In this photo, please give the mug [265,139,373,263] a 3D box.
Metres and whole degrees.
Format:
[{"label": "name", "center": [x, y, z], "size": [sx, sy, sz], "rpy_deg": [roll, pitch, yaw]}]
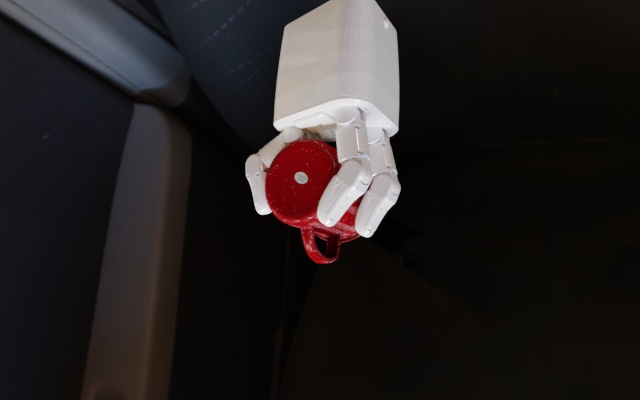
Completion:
[{"label": "mug", "center": [0.000, 0.003, 0.458], "size": [0.093, 0.117, 0.081], "rpy_deg": [-5, -14, 30]}]
